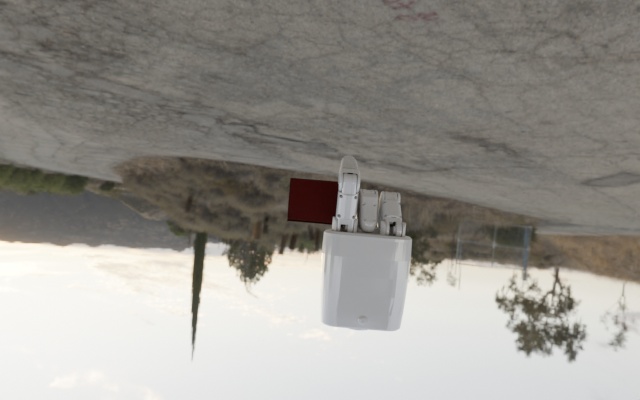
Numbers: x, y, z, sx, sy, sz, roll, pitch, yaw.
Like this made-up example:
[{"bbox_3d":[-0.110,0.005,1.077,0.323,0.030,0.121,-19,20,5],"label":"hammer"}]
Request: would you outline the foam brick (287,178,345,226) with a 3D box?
[{"bbox_3d":[0.000,0.002,0.569,0.078,0.051,0.053,5,1,-1],"label":"foam brick"}]
